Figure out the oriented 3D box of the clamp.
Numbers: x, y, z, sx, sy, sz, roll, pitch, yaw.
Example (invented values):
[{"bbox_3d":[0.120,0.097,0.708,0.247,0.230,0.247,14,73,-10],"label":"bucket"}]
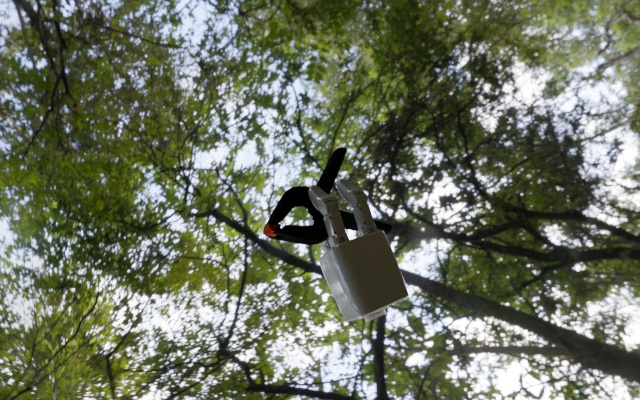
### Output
[{"bbox_3d":[-0.001,0.003,0.740,0.210,0.164,0.036,-15,-17,-33],"label":"clamp"}]
